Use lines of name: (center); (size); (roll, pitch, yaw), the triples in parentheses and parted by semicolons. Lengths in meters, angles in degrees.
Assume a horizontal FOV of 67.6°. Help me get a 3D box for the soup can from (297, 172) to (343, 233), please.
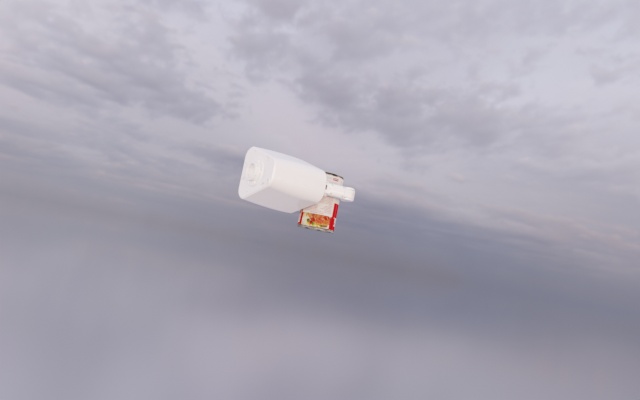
soup can: (0.001, 0.003, 0.863); (0.068, 0.102, 0.068); (11, -6, 1)
